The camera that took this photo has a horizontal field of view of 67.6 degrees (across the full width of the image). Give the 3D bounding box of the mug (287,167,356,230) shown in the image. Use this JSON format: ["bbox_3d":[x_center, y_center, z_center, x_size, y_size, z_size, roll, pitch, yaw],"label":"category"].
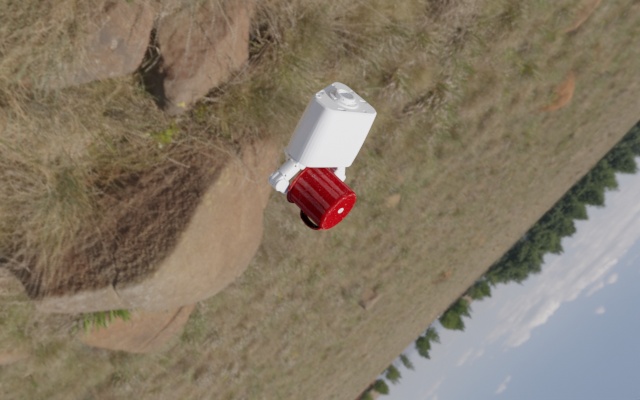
[{"bbox_3d":[0.000,0.004,0.801,0.081,0.117,0.093,44,38,21],"label":"mug"}]
